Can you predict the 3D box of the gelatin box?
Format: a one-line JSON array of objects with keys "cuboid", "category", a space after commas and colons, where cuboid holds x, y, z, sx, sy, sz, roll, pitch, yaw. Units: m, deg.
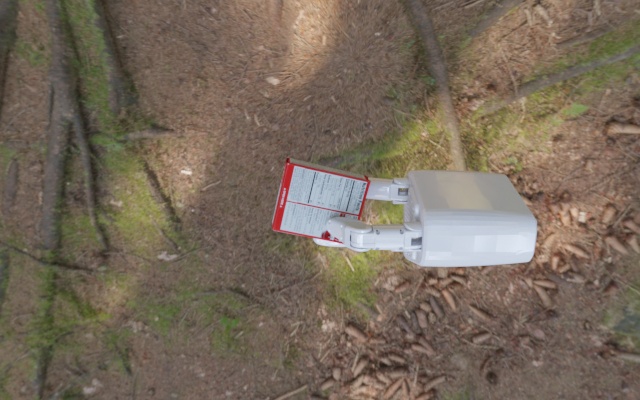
[{"cuboid": [0.000, 0.002, 0.496, 0.089, 0.073, 0.030, 12, 15, -8], "category": "gelatin box"}]
